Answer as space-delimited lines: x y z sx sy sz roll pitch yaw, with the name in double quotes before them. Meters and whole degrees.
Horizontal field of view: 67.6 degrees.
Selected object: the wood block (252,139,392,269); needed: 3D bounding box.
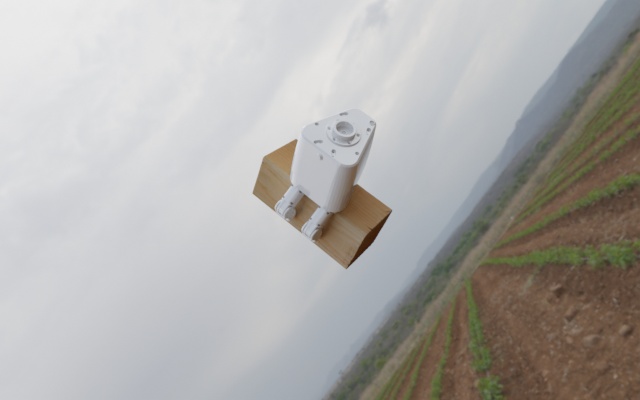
"wood block" 0.000 0.002 0.787 0.206 0.090 0.090 38 44 15
